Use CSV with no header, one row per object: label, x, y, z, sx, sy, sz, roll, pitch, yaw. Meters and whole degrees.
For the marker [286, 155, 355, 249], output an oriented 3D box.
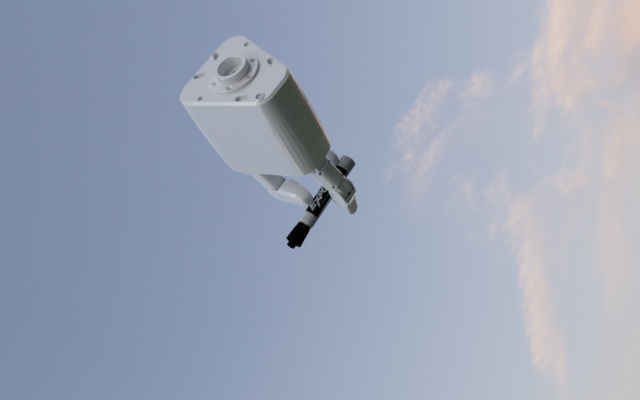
marker,0.000,0.002,0.528,0.020,0.121,0.020,31,-17,11
